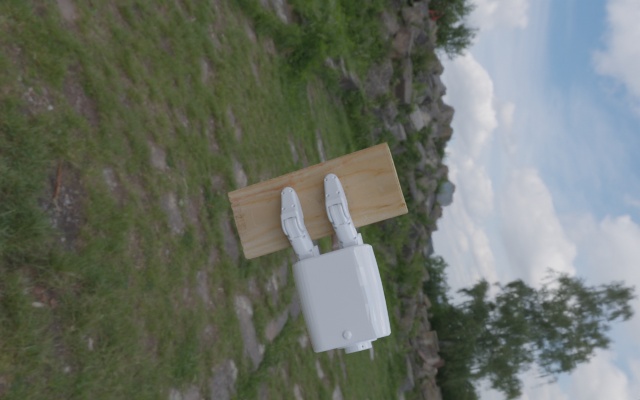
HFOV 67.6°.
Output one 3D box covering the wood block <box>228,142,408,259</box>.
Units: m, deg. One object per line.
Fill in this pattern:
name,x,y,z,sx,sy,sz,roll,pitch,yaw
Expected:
wood block,0.000,0.002,0.617,0.206,0.090,0.091,-17,-3,10
